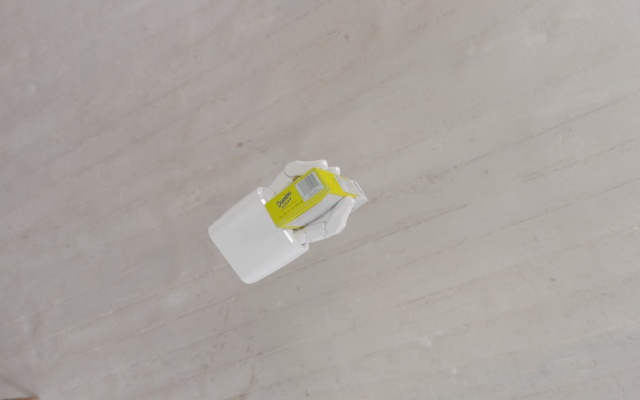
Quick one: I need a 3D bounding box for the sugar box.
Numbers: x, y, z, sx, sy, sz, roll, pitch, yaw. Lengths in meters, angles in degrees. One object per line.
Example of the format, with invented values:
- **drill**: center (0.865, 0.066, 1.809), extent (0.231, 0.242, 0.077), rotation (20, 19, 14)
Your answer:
- **sugar box**: center (0.000, 0.002, 0.711), extent (0.093, 0.048, 0.176), rotation (-35, -14, 15)
